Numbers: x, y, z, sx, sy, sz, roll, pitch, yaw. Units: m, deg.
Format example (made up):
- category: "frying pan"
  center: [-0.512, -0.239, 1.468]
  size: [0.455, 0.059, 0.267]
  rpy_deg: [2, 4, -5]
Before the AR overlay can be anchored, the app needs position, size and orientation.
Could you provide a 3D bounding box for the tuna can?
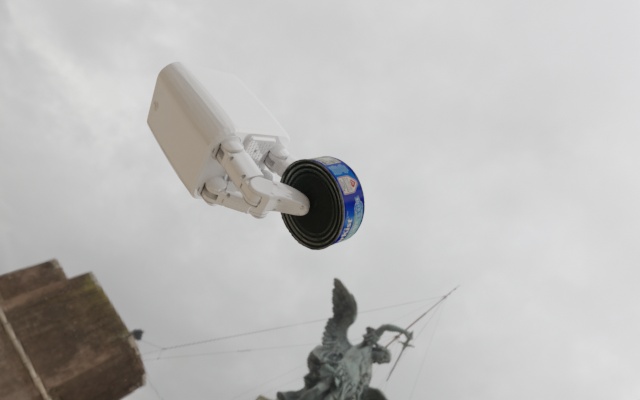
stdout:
- category: "tuna can"
  center: [0.001, 0.001, 0.452]
  size: [0.086, 0.086, 0.034]
  rpy_deg: [0, 10, 45]
